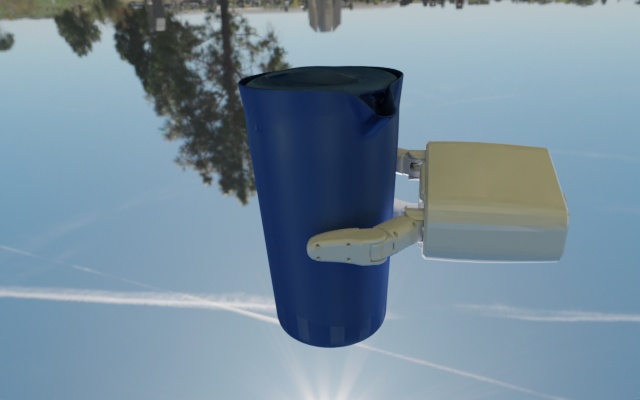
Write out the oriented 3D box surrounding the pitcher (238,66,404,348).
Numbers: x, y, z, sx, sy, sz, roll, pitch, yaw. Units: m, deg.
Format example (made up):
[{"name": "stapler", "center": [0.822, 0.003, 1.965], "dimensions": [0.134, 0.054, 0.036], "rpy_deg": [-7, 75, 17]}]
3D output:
[{"name": "pitcher", "center": [0.000, 0.001, 0.438], "dimensions": [0.145, 0.243, 0.149], "rpy_deg": [2, 23, 10]}]
